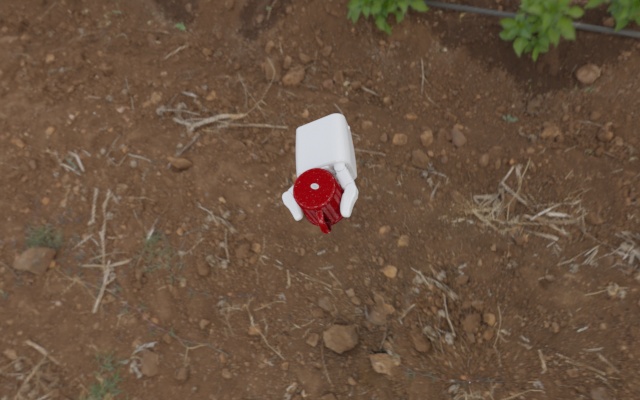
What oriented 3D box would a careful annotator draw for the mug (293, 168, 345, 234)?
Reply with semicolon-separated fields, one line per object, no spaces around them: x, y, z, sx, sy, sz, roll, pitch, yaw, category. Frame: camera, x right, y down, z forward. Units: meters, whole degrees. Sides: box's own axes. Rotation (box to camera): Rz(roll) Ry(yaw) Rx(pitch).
0.000;0.004;0.865;0.093;0.117;0.081;-11;-24;13;mug
